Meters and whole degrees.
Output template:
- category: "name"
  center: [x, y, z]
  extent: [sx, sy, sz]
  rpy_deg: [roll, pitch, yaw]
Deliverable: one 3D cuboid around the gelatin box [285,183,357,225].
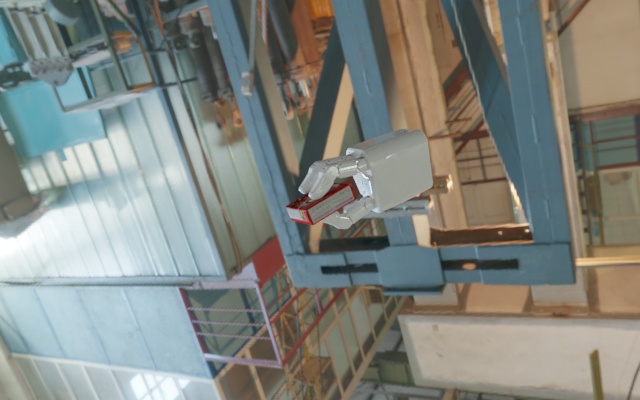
- category: "gelatin box"
  center: [0.000, 0.003, 0.745]
  extent: [0.089, 0.030, 0.073]
  rpy_deg: [-31, 18, -24]
